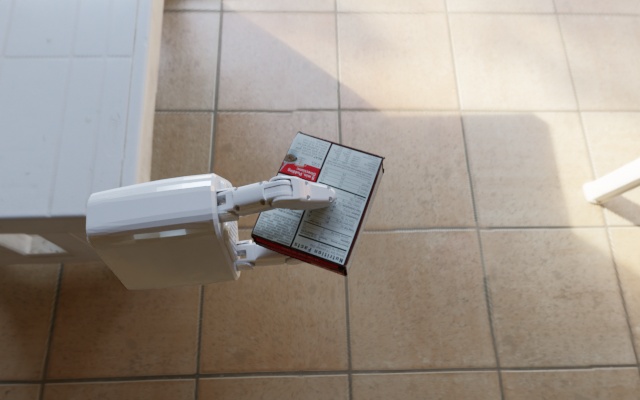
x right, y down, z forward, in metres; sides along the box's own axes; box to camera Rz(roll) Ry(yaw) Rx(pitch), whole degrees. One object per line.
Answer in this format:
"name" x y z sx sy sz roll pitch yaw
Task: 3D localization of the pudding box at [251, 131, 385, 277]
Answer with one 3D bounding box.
"pudding box" 0.000 0.001 0.435 0.090 0.113 0.039 19 -17 10
